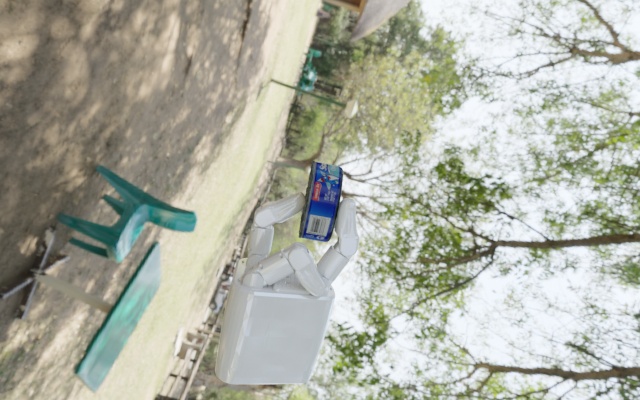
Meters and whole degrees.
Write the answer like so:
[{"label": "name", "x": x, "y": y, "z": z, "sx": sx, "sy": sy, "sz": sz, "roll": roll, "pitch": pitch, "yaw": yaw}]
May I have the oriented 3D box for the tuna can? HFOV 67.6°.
[{"label": "tuna can", "x": 0.001, "y": 0.002, "z": 0.521, "sx": 0.034, "sy": 0.086, "sz": 0.086, "roll": 11, "pitch": -1, "yaw": -4}]
